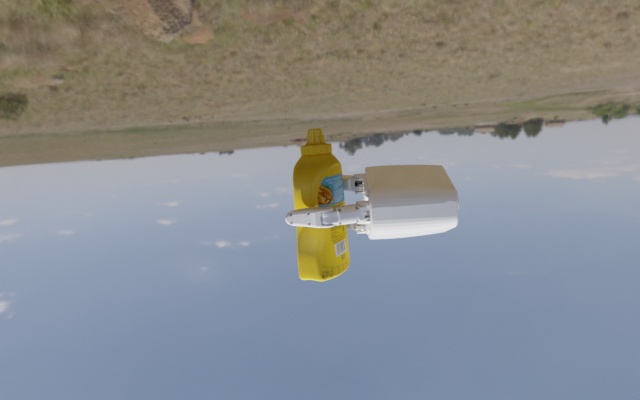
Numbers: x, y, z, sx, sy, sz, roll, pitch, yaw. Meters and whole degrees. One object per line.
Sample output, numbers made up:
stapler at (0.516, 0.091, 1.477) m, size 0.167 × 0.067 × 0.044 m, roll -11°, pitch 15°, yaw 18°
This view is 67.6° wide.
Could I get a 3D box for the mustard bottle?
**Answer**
mustard bottle at (0.000, 0.002, 0.628) m, size 0.058 × 0.191 × 0.096 m, roll 0°, pitch 9°, yaw 28°
